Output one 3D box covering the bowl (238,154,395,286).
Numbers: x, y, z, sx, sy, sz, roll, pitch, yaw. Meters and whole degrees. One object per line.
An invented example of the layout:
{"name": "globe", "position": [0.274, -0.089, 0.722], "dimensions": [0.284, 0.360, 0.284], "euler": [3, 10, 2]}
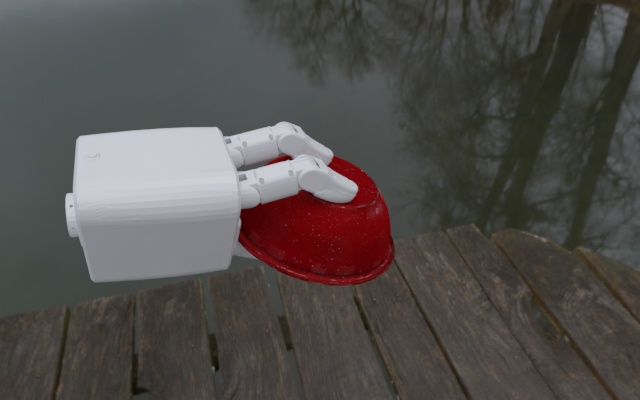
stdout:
{"name": "bowl", "position": [0.001, 0.001, 0.432], "dimensions": [0.162, 0.055, 0.162], "euler": [15, 30, -9]}
